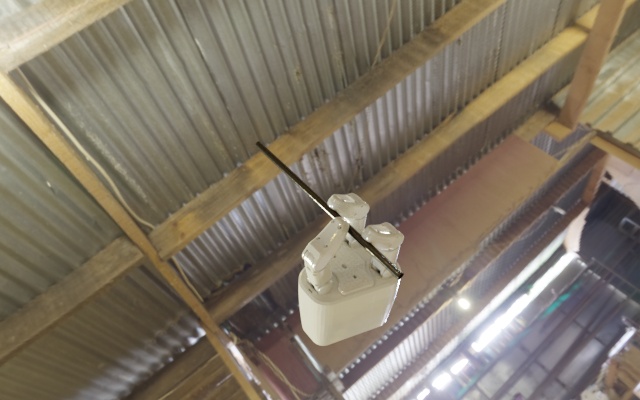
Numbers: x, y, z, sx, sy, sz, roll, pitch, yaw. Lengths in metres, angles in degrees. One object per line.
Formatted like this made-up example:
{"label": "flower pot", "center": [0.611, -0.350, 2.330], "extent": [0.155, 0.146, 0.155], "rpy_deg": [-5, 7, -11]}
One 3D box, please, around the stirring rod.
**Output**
{"label": "stirring rod", "center": [0.000, 0.002, 0.509], "extent": [0.011, 0.011, 0.239], "rpy_deg": [0, 35, -50]}
